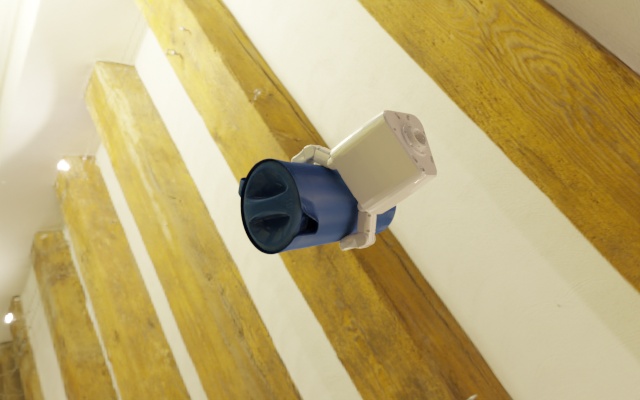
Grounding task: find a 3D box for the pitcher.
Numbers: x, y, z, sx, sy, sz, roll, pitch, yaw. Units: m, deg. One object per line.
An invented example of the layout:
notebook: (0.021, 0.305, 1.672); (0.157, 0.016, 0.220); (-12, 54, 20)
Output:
pitcher: (0.000, 0.002, 0.748); (0.243, 0.149, 0.145); (-1, -26, -46)
